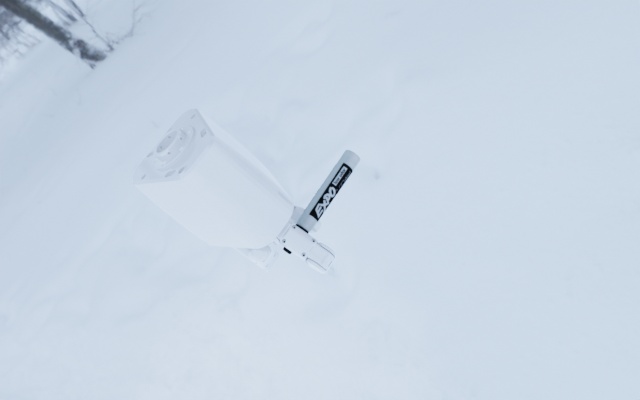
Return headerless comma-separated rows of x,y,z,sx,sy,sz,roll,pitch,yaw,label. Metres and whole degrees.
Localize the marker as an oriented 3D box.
0.000,0.002,0.478,0.020,0.121,0.020,33,-13,8,marker
